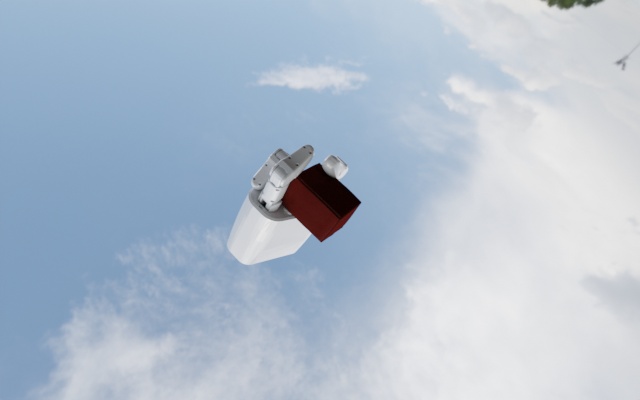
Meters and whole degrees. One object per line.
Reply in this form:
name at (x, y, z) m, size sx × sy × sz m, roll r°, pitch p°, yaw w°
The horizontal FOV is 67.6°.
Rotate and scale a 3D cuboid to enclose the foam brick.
foam brick at (0.000, 0.002, 0.591) m, size 0.053 × 0.078 × 0.051 m, roll -31°, pitch -19°, yaw -49°
